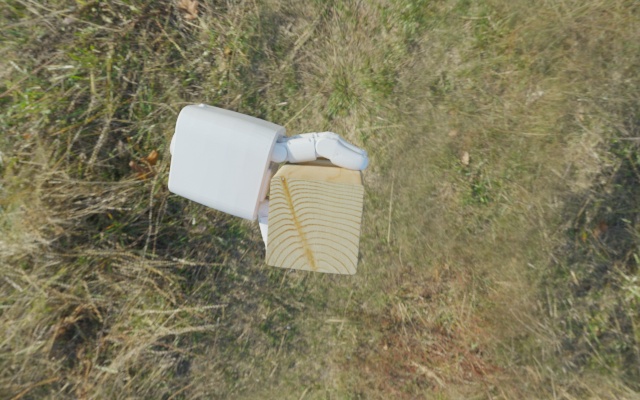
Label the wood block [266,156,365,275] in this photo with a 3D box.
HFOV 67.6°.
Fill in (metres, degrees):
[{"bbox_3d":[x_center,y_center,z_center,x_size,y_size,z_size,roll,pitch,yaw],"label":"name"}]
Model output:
[{"bbox_3d":[0.000,0.002,0.547,0.090,0.091,0.206,6,13,2],"label":"wood block"}]
